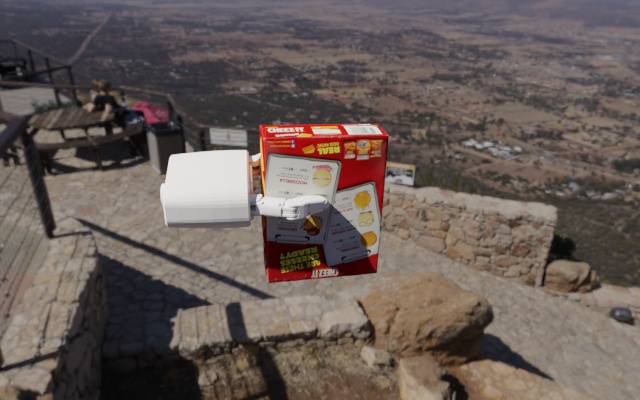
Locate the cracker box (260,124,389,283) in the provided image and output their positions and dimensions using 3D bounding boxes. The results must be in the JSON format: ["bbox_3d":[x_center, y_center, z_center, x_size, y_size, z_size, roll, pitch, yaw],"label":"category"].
[{"bbox_3d":[0.000,0.002,0.668,0.164,0.214,0.072,-3,26,-10],"label":"cracker box"}]
